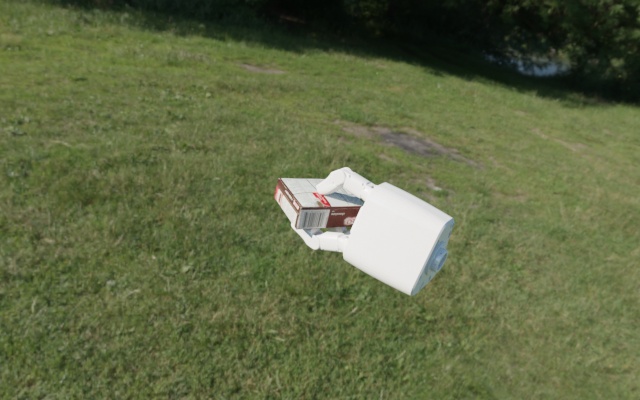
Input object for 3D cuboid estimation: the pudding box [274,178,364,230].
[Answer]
[{"bbox_3d":[0.000,0.002,0.705,0.113,0.039,0.090,1,29,-29],"label":"pudding box"}]
